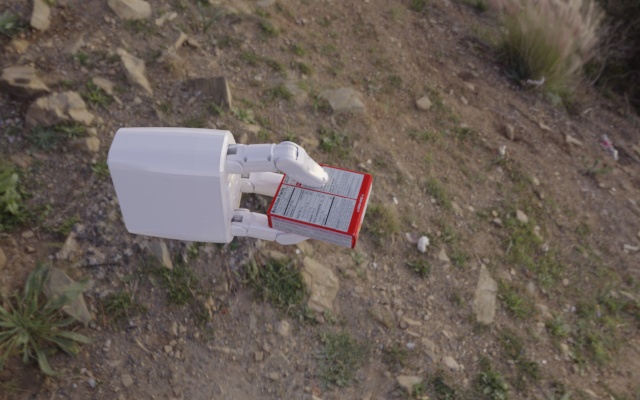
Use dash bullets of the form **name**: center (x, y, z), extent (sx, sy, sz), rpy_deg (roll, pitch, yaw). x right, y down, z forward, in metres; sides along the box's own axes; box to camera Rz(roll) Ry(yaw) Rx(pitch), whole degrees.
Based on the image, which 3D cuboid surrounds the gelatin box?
- **gelatin box**: center (0.000, 0.001, 0.472), extent (0.089, 0.073, 0.030), rpy_deg (13, -33, 11)
